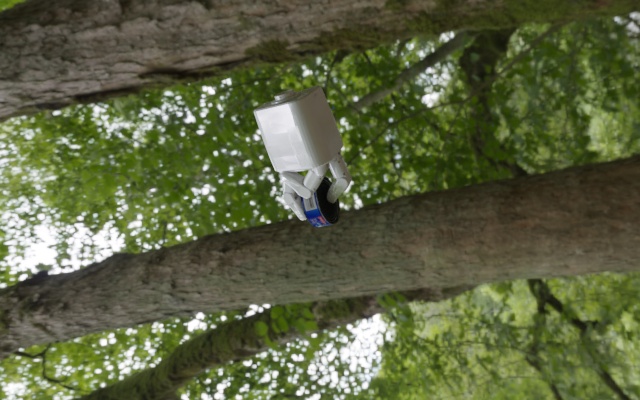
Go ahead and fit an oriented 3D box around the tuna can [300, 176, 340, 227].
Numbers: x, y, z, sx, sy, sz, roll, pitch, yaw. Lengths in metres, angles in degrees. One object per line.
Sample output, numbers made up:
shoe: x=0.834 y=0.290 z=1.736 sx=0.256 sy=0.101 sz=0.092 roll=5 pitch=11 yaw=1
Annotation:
tuna can: x=0.000 y=0.003 z=0.827 sx=0.034 sy=0.086 sz=0.086 roll=-14 pitch=-6 yaw=25
